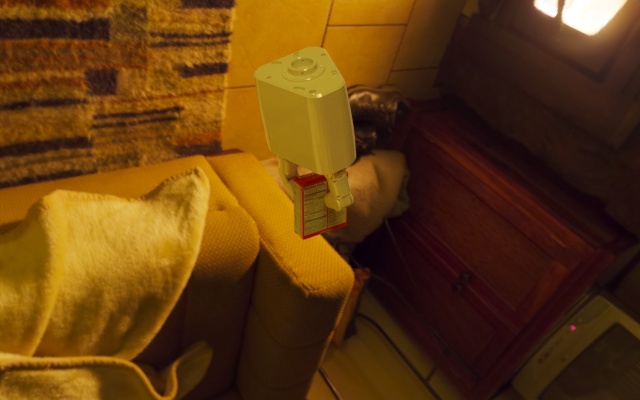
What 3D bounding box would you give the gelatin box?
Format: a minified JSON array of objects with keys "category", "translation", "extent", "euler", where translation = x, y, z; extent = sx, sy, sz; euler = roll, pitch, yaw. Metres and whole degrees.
[{"category":"gelatin box","translation":[0.000,0.003,0.656],"extent":[0.073,0.089,0.030],"euler":[-18,34,-27]}]
